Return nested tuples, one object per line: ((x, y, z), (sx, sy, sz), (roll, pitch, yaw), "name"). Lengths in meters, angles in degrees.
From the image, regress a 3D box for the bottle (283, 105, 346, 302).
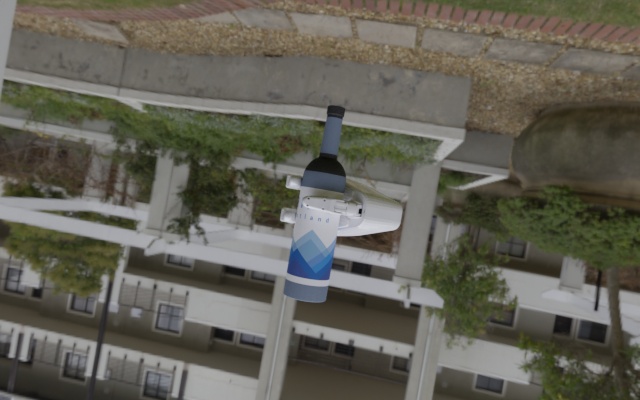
((0.000, 0.003, 0.731), (0.069, 0.295, 0.069), (10, 0, 0), "bottle")
